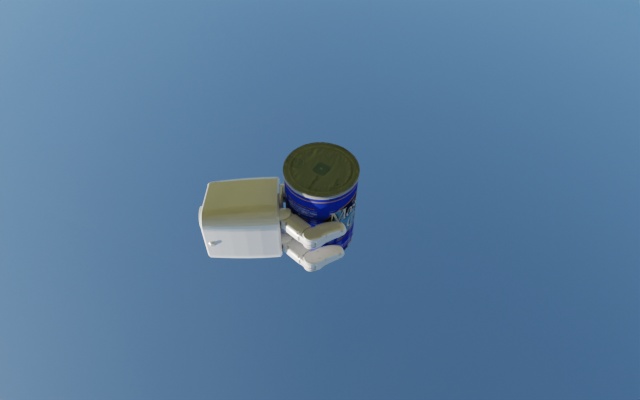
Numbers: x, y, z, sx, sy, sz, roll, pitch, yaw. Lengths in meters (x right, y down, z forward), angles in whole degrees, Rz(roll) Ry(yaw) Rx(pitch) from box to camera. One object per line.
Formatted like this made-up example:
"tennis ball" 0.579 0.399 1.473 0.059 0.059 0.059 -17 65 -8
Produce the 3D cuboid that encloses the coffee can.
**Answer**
"coffee can" 0.000 0.002 0.685 0.103 0.102 0.140 0 -41 -1
